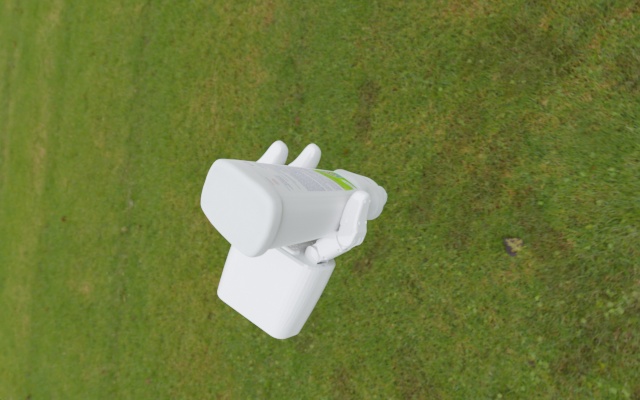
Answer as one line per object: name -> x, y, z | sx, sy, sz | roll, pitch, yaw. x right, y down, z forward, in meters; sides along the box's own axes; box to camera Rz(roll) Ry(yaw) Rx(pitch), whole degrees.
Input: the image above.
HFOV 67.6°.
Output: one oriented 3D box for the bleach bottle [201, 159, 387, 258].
bleach bottle -> 0.000, 0.002, 0.526 | 0.102, 0.068, 0.251 | 38, 24, 33
